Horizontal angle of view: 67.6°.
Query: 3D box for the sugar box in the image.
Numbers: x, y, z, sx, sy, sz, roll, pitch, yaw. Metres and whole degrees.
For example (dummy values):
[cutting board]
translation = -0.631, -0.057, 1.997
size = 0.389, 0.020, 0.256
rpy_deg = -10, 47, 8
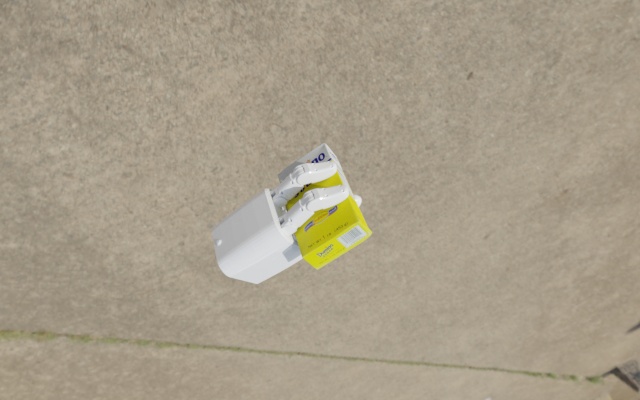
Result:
[sugar box]
translation = 0.000, 0.002, 0.684
size = 0.093, 0.176, 0.048
rpy_deg = -33, -44, 11
